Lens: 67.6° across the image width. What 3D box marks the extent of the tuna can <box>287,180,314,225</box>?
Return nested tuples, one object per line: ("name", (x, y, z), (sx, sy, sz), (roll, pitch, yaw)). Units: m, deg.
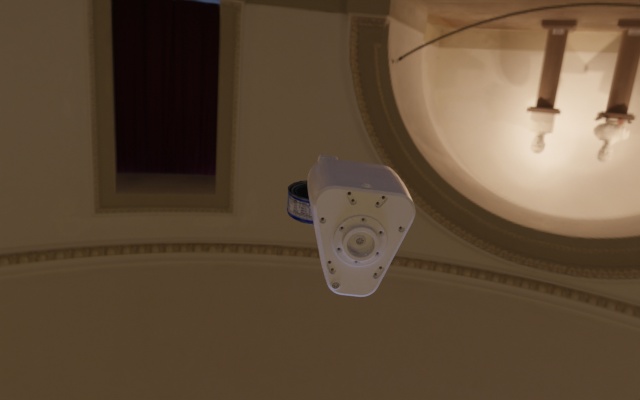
("tuna can", (0.000, 0.003, 0.610), (0.086, 0.034, 0.086), (4, 19, -1))
